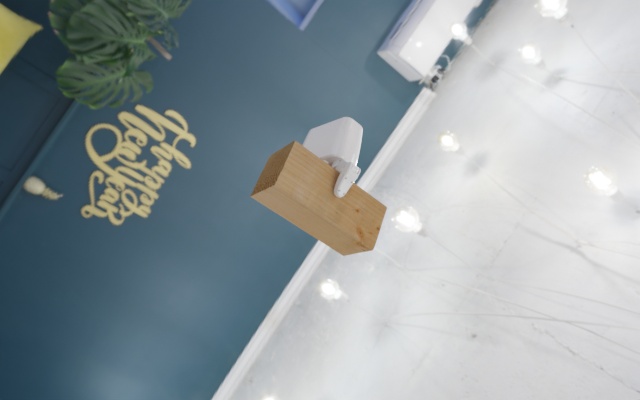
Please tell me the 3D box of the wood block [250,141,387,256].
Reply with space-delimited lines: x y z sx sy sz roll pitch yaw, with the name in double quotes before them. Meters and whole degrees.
"wood block" 0.001 0.002 0.809 0.206 0.090 0.091 34 -29 -22
